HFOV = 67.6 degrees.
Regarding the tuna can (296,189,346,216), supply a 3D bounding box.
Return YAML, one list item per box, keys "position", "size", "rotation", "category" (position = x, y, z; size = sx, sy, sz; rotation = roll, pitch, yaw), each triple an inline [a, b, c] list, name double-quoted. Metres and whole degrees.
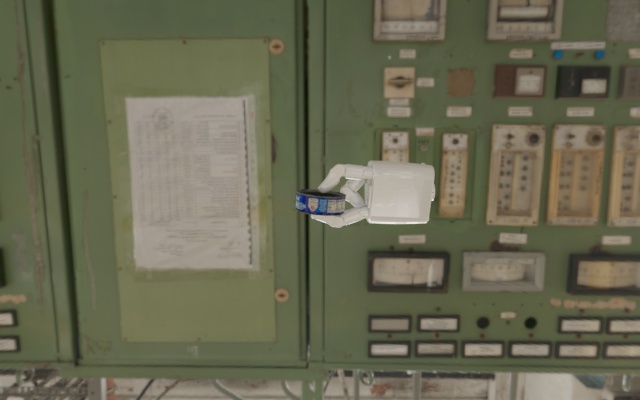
- position: [0.000, 0.003, 0.823]
  size: [0.086, 0.034, 0.086]
  rotation: [5, 8, -1]
  category: "tuna can"
